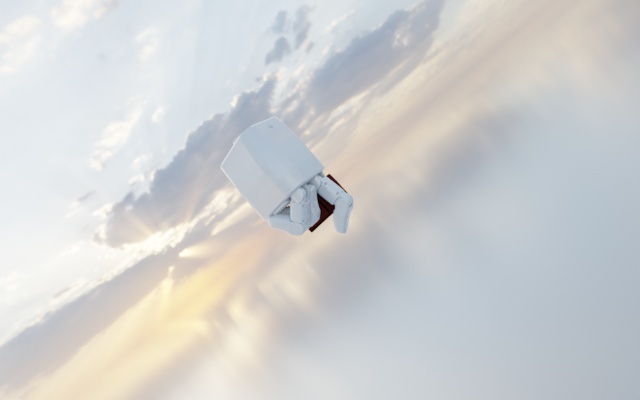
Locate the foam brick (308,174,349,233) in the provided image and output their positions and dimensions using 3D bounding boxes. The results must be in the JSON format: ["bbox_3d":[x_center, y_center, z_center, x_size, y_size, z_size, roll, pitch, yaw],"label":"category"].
[{"bbox_3d":[0.000,0.002,0.732,0.053,0.051,0.078,-45,-3,32],"label":"foam brick"}]
